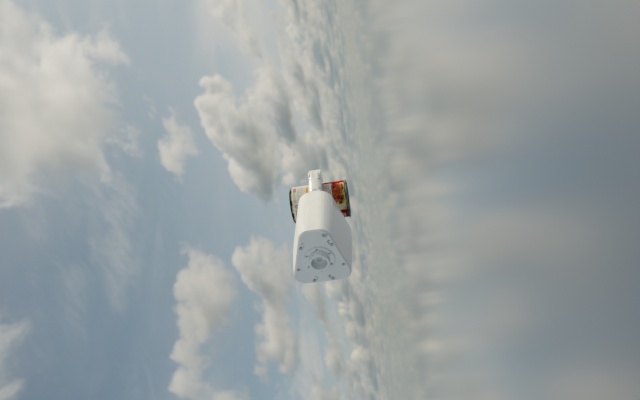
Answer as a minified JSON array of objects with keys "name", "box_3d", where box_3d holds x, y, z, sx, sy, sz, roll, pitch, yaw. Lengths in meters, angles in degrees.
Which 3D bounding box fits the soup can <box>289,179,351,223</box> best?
[{"name":"soup can","box_3d":[0.000,0.002,0.859,0.102,0.068,0.068,-8,-1,6]}]
